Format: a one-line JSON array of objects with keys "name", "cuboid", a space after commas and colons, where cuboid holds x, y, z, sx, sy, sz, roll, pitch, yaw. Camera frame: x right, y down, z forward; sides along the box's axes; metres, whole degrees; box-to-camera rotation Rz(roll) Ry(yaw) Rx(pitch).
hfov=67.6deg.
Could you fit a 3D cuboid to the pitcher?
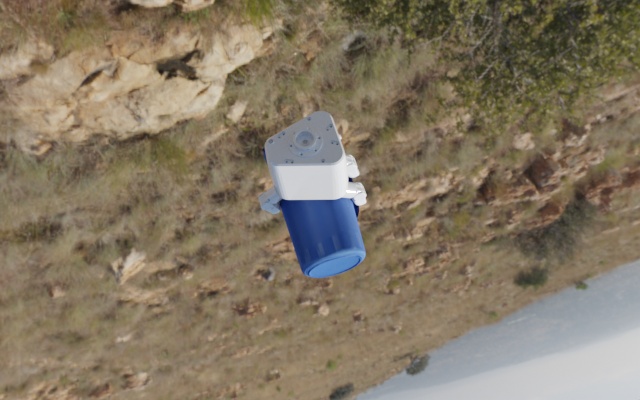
[{"name": "pitcher", "cuboid": [0.000, 0.003, 0.821, 0.149, 0.242, 0.145, -15, -24, -4]}]
